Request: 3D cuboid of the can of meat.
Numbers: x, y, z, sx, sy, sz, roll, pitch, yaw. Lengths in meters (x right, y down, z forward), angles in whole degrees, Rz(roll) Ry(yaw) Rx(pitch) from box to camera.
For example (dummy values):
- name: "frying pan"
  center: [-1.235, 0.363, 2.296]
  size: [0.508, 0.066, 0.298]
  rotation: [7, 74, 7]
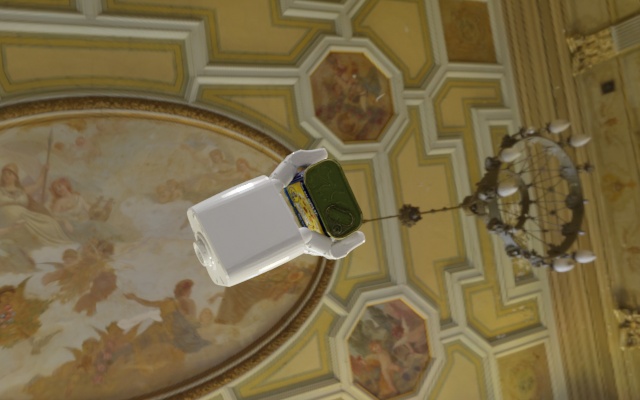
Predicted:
- name: "can of meat"
  center: [0.000, 0.002, 0.643]
  size: [0.057, 0.102, 0.084]
  rotation: [-28, 6, -26]
